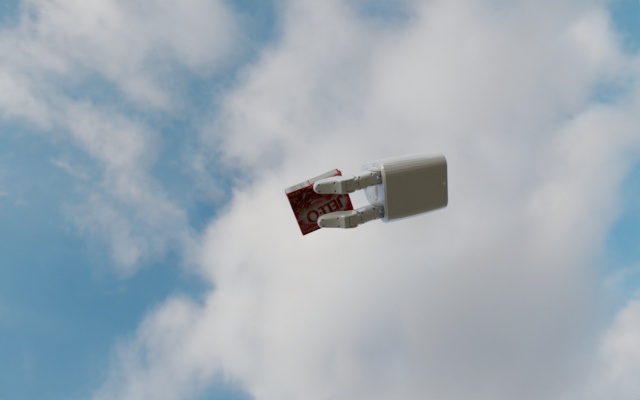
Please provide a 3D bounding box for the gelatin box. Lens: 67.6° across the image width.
[{"bbox_3d":[0.000,0.002,0.721,0.089,0.073,0.030,-22,21,-3],"label":"gelatin box"}]
